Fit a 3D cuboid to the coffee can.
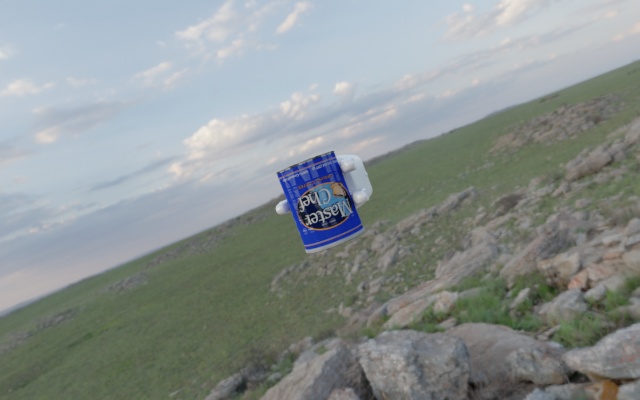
[{"bbox_3d":[0.000,0.003,0.777,0.103,0.140,0.103,-21,2,1],"label":"coffee can"}]
